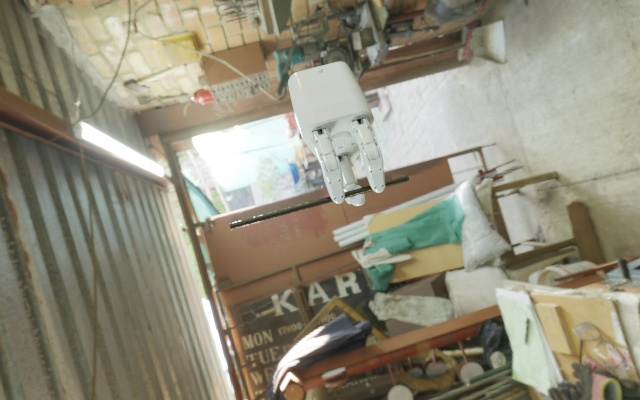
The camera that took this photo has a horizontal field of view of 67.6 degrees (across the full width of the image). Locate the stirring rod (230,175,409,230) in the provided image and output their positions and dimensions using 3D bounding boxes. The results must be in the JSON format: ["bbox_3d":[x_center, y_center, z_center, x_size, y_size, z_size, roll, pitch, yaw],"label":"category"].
[{"bbox_3d":[0.000,0.002,0.622,0.239,0.011,0.011,-15,1,-4],"label":"stirring rod"}]
